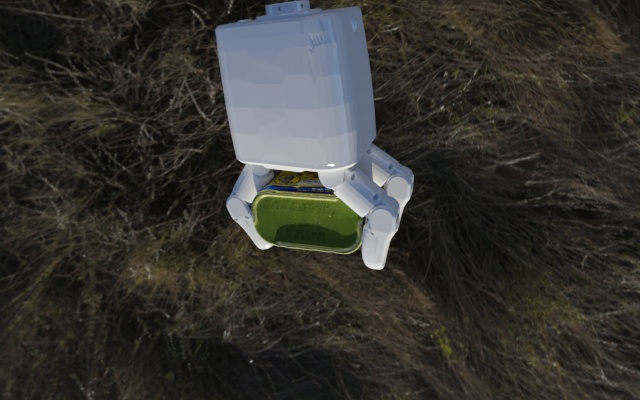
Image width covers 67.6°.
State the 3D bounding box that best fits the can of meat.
[{"bbox_3d":[0.000,0.002,0.423,0.102,0.057,0.084,4,25,17],"label":"can of meat"}]
